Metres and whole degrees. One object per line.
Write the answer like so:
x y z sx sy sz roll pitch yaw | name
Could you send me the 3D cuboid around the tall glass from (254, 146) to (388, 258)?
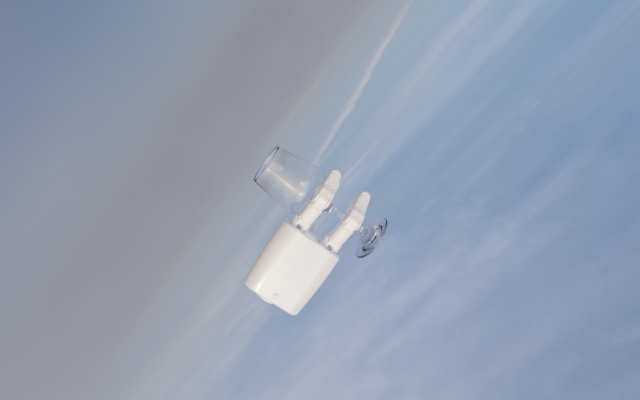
0.001 0.003 0.710 0.201 0.079 0.079 36 -10 -15 | tall glass
